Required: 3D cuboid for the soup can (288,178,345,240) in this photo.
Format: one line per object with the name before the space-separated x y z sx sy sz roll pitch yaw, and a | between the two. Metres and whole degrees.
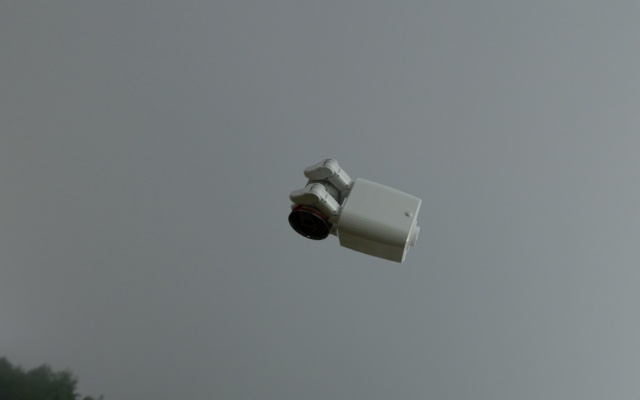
soup can | 0.000 0.002 0.756 0.068 0.102 0.069 17 -38 13
